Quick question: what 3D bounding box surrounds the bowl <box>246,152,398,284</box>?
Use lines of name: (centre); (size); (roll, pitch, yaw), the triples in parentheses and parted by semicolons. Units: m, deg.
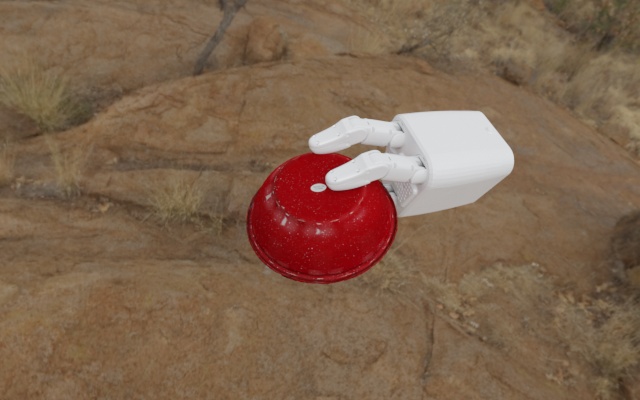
bowl: (-0.001, 0.002, 0.489); (0.162, 0.162, 0.055); (0, -38, 3)
